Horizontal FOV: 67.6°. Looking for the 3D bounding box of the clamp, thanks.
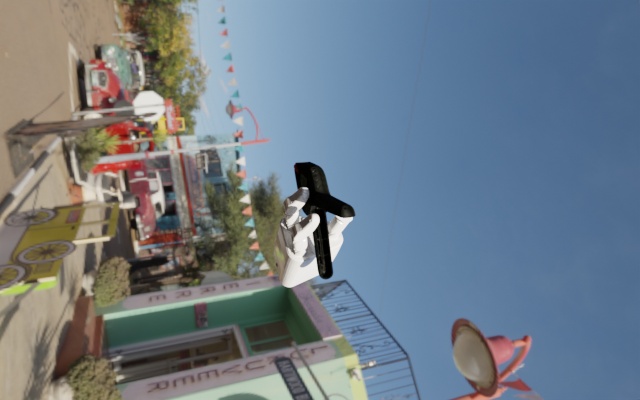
[{"bbox_3d":[0.001,0.002,0.793,0.036,0.209,0.165,-4,-36,-22],"label":"clamp"}]
